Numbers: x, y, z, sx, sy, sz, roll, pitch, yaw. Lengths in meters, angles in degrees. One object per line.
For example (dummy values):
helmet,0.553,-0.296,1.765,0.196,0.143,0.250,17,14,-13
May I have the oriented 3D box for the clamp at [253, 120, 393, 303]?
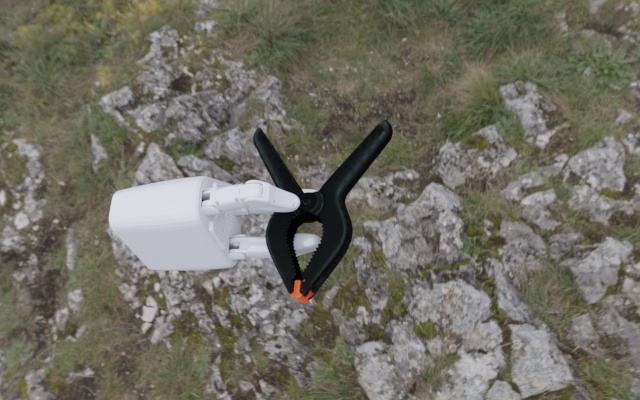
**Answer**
clamp,0.000,0.002,0.511,0.164,0.210,0.036,-8,-25,16
